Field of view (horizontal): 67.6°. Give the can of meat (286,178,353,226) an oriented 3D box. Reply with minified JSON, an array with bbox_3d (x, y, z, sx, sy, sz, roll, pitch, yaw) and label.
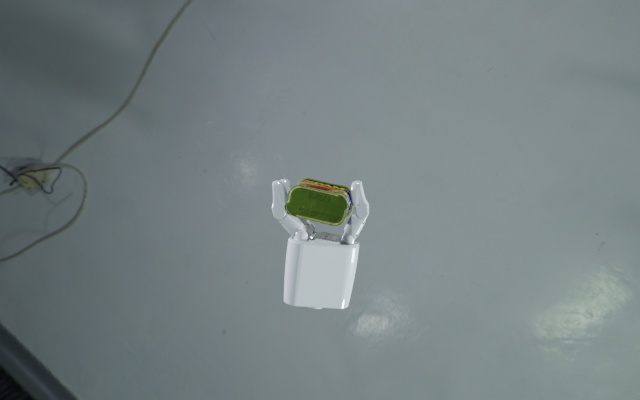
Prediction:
[{"bbox_3d":[0.000,0.003,0.765,0.102,0.057,0.084,13,10,7],"label":"can of meat"}]
